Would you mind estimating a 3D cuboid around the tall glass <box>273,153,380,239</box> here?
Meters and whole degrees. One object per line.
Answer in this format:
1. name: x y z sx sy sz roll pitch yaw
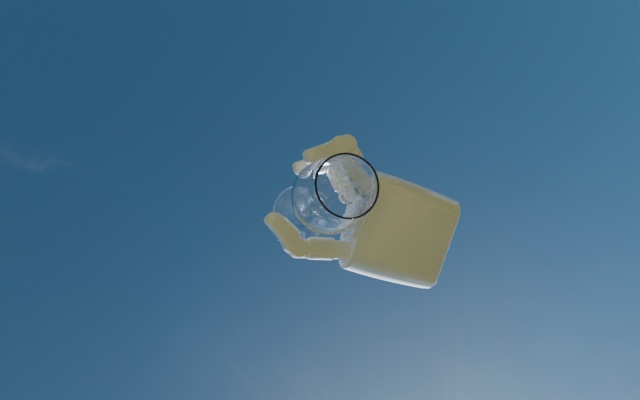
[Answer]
1. tall glass: 0.000 0.002 0.526 0.079 0.079 0.201 0 -9 -14
